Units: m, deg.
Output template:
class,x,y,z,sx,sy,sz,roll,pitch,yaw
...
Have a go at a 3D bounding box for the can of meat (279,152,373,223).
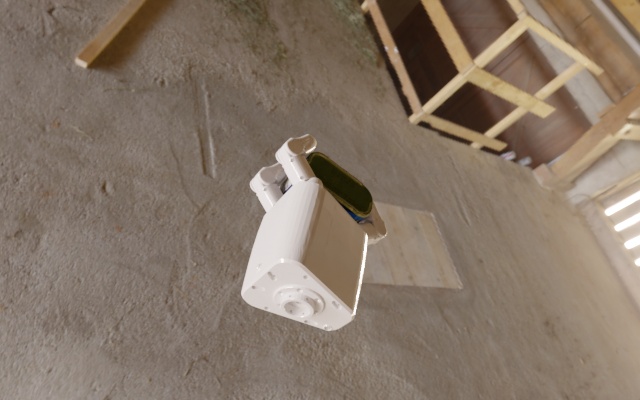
class,x,y,z,sx,sy,sz,roll,pitch,yaw
can of meat,0.000,0.002,0.572,0.102,0.057,0.084,35,-50,-15
